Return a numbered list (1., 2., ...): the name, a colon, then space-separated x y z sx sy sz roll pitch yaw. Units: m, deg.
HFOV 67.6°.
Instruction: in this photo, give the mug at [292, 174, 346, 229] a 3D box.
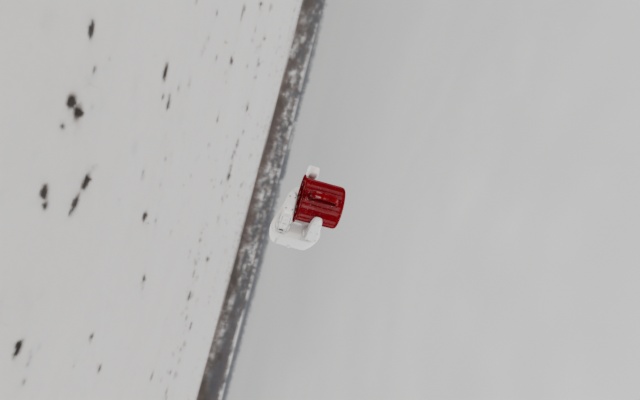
1. mug: 0.001 0.003 0.888 0.081 0.093 0.117 15 -15 -7
